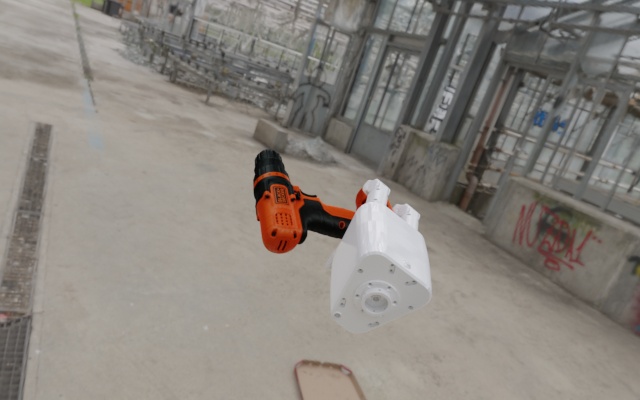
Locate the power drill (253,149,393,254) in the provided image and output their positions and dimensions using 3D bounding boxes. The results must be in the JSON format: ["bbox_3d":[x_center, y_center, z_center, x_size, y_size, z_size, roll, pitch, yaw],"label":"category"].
[{"bbox_3d":[0.001,0.002,0.660,0.187,0.057,0.184,6,42,-19],"label":"power drill"}]
